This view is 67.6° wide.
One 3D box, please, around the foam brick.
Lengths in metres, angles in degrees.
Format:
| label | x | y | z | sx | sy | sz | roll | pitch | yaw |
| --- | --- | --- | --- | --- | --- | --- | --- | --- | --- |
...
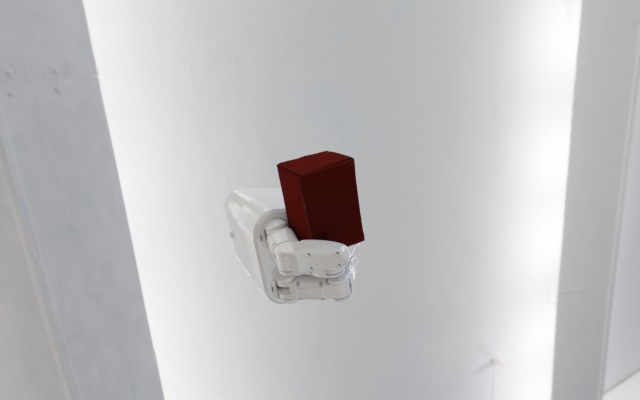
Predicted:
| label | x | y | z | sx | sy | sz | roll | pitch | yaw |
| --- | --- | --- | --- | --- | --- | --- | --- | --- | --- |
| foam brick | 0.000 | 0.001 | 0.417 | 0.053 | 0.078 | 0.051 | -17 | 22 | -21 |
